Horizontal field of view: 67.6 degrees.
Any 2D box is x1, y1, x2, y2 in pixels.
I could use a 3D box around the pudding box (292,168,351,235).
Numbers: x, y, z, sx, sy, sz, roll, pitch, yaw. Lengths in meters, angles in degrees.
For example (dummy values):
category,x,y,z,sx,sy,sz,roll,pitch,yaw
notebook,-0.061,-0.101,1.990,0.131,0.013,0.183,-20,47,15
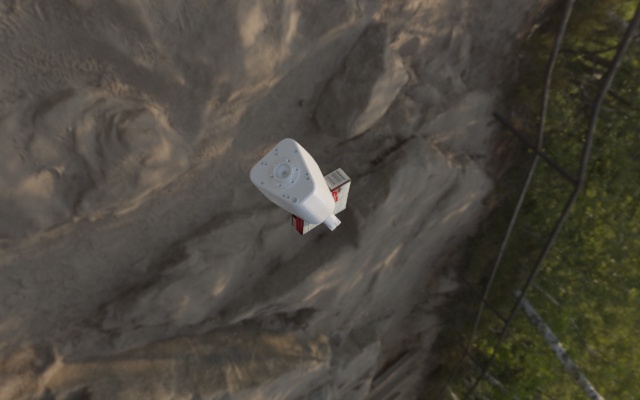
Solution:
category,x,y,z,sx,sy,sz,roll,pitch,yaw
pudding box,0.000,0.003,0.879,0.113,0.039,0.090,-30,-29,-25
